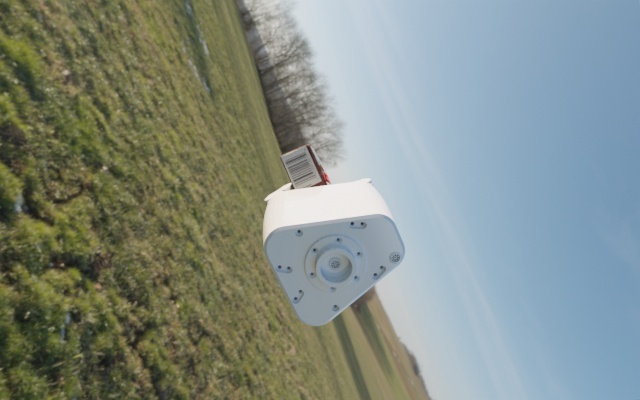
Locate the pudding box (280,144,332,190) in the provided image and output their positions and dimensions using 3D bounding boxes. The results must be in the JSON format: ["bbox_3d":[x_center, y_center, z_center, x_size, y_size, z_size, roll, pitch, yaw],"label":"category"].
[{"bbox_3d":[0.000,0.002,0.545,0.039,0.113,0.090,-23,-14,4],"label":"pudding box"}]
